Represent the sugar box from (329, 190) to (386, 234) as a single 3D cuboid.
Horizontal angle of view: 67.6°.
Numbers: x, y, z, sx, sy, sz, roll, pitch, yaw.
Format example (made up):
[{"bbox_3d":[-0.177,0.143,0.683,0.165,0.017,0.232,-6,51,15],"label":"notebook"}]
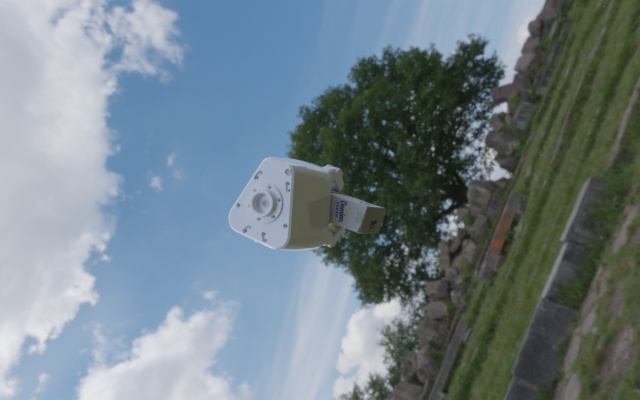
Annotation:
[{"bbox_3d":[0.000,0.003,0.709,0.176,0.048,0.093,22,6,24],"label":"sugar box"}]
